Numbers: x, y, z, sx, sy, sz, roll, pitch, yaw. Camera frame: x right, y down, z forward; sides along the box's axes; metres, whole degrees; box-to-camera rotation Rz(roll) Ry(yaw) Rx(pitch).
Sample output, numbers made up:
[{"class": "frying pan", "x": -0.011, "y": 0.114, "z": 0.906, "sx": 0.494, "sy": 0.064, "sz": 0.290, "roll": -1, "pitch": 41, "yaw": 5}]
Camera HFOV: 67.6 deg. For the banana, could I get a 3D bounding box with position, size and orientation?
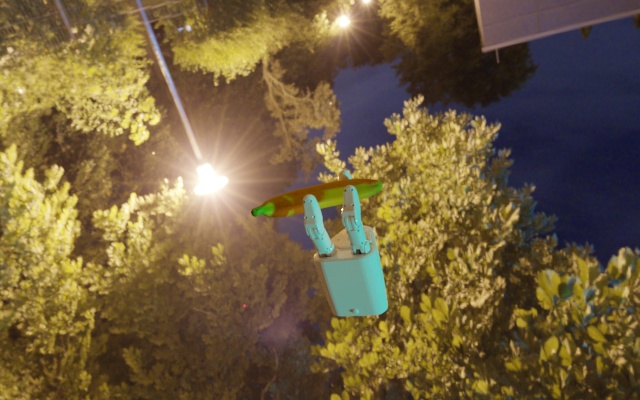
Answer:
[{"class": "banana", "x": -0.005, "y": -0.002, "z": 0.731, "sx": 0.198, "sy": 0.037, "sz": 0.069, "roll": -14, "pitch": 16, "yaw": -2}]
